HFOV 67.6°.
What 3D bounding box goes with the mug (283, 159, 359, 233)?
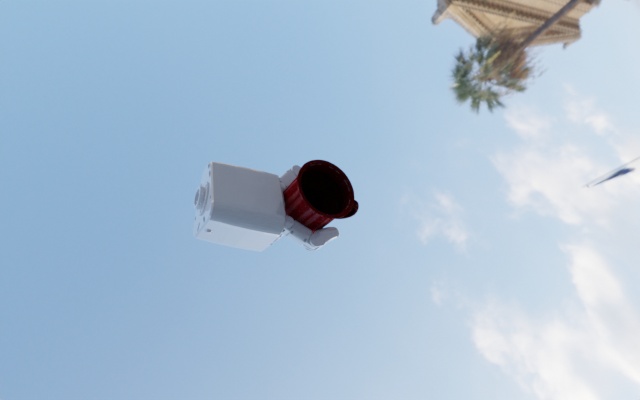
[{"bbox_3d":[0.001,0.003,0.708,0.117,0.093,0.081,15,-32,-25],"label":"mug"}]
